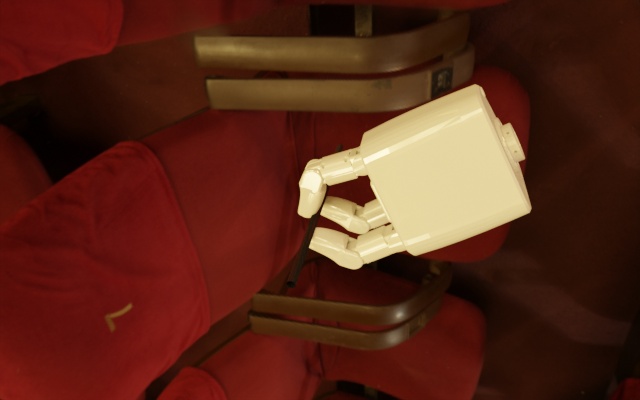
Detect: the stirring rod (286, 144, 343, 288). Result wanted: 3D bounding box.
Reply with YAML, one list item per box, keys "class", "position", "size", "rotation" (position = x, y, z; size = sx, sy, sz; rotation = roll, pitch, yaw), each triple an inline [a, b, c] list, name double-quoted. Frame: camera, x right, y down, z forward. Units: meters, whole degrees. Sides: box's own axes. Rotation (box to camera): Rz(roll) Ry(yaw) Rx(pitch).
- class: "stirring rod"
  position: [0.000, 0.001, 0.483]
  size: [0.011, 0.011, 0.239]
  rotation: [0, 34, 14]
